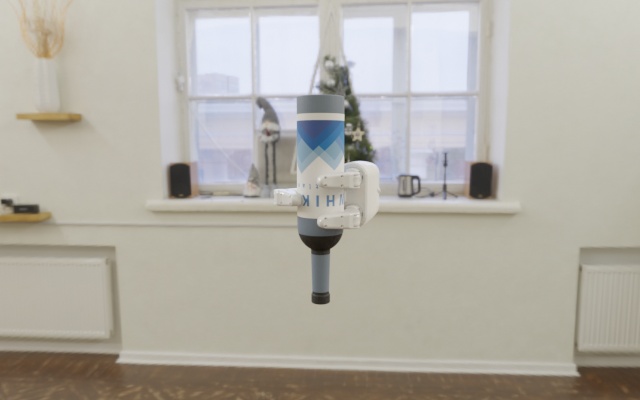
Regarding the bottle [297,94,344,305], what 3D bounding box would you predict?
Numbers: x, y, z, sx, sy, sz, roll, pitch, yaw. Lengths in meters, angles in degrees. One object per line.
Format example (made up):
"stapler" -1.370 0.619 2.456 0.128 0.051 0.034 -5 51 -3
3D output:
"bottle" 0.000 0.002 0.680 0.069 0.296 0.069 0 7 0
